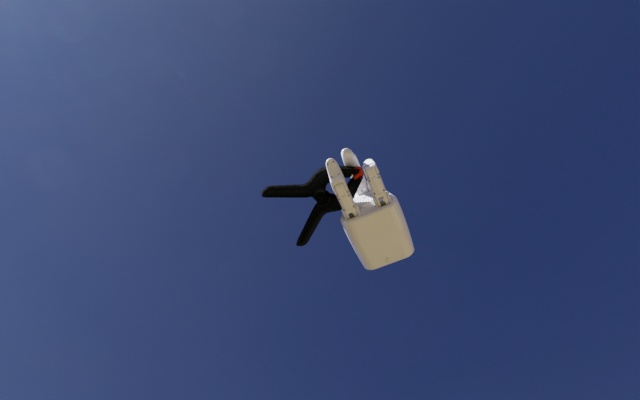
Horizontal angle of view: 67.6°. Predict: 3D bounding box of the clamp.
[{"bbox_3d":[0.000,0.002,0.805,0.171,0.120,0.039,-22,24,8],"label":"clamp"}]
